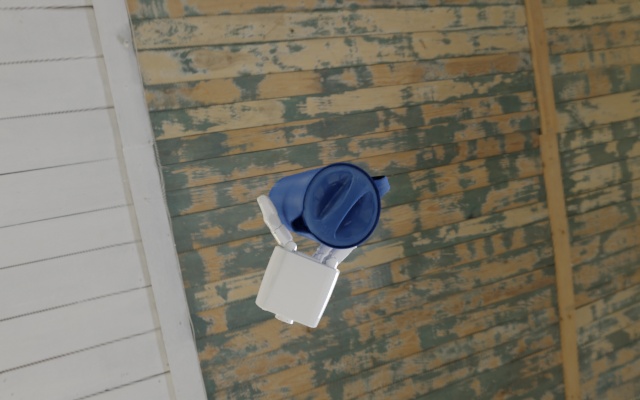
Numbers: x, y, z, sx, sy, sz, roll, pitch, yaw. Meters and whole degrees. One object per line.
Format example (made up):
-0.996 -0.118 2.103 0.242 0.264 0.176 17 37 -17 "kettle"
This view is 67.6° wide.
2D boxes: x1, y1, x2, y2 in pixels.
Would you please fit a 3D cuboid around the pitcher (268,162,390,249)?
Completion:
0.000 0.003 0.836 0.149 0.145 0.243 22 -7 -22 "pitcher"
